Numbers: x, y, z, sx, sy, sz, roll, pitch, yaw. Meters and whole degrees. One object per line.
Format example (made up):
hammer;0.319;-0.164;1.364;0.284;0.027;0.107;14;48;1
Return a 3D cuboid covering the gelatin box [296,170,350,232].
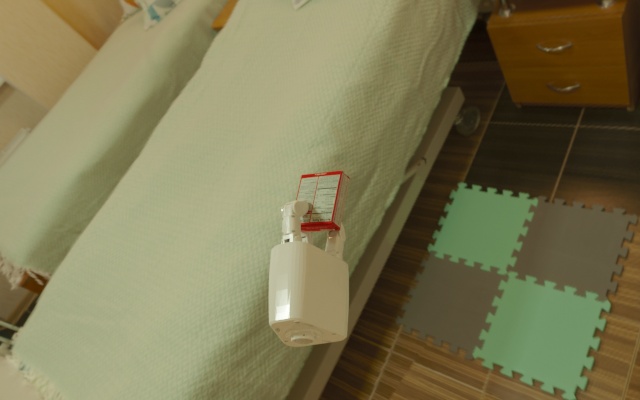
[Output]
gelatin box;0.000;0.002;0.713;0.073;0.089;0.030;-5;-28;32
